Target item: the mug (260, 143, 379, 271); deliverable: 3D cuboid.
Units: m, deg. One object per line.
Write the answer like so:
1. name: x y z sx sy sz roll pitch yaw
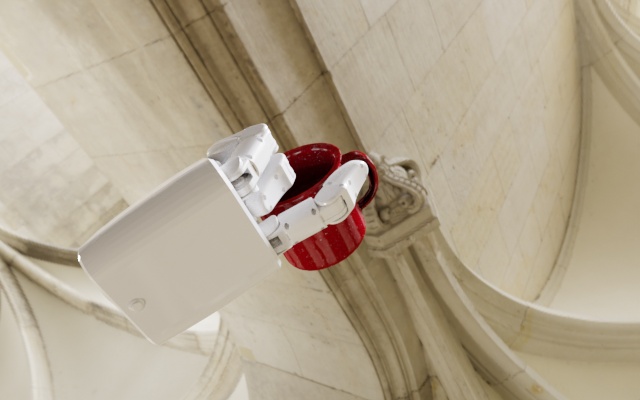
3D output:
1. mug: 0.001 0.001 0.428 0.117 0.081 0.093 -32 30 -9
